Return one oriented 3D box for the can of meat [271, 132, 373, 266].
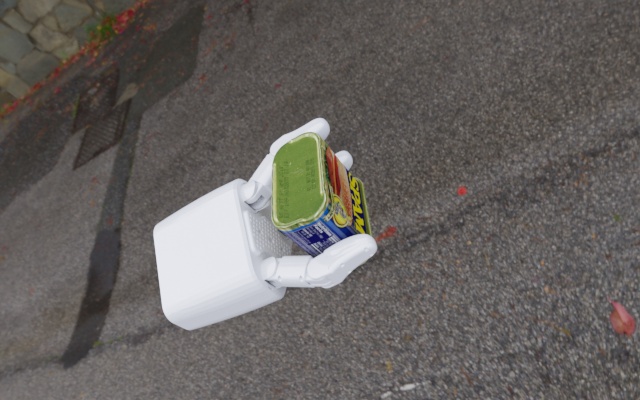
[{"bbox_3d":[0.000,0.001,0.428,0.057,0.102,0.084,-22,-41,21],"label":"can of meat"}]
